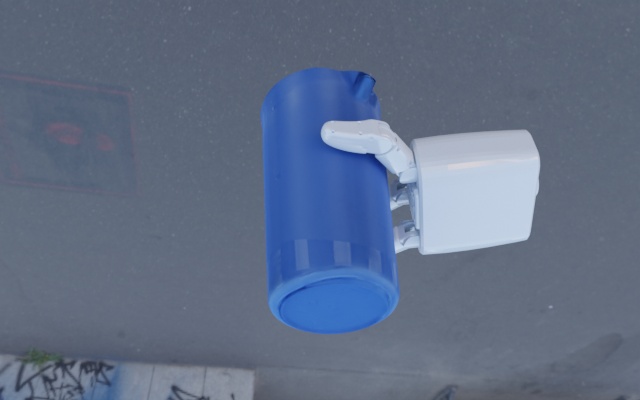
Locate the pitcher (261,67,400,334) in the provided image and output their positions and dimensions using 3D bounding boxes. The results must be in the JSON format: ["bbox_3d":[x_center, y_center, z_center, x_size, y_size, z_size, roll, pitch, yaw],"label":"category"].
[{"bbox_3d":[0.000,0.001,0.466,0.145,0.242,0.149,-7,-40,5],"label":"pitcher"}]
